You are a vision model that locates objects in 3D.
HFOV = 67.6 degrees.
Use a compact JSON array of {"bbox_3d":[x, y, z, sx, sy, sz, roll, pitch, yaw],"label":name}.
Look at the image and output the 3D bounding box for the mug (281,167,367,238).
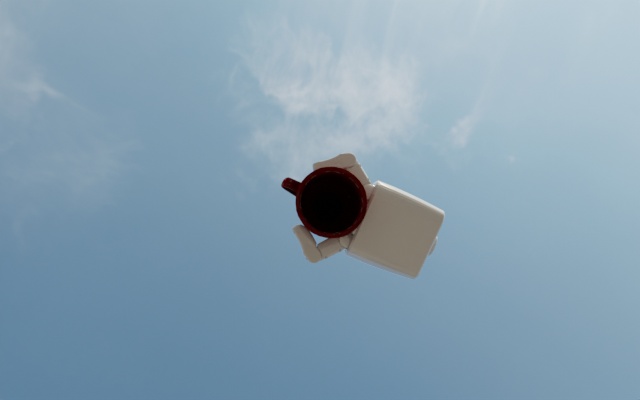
[{"bbox_3d":[-0.001,0.002,0.650,0.117,0.093,0.081,24,-9,-1],"label":"mug"}]
